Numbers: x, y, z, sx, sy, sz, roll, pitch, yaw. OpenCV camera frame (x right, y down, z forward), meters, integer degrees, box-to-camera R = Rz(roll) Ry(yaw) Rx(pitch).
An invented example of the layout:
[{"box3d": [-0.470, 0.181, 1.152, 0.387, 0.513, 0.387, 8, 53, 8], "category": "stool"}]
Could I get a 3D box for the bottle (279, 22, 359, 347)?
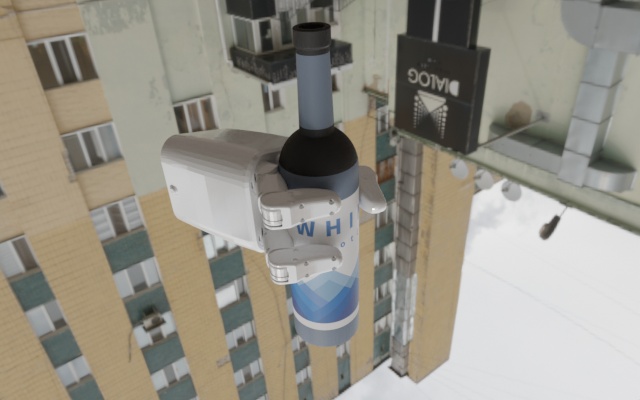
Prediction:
[{"box3d": [0.000, 0.002, 0.415, 0.069, 0.296, 0.069, -2, 32, 1], "category": "bottle"}]
